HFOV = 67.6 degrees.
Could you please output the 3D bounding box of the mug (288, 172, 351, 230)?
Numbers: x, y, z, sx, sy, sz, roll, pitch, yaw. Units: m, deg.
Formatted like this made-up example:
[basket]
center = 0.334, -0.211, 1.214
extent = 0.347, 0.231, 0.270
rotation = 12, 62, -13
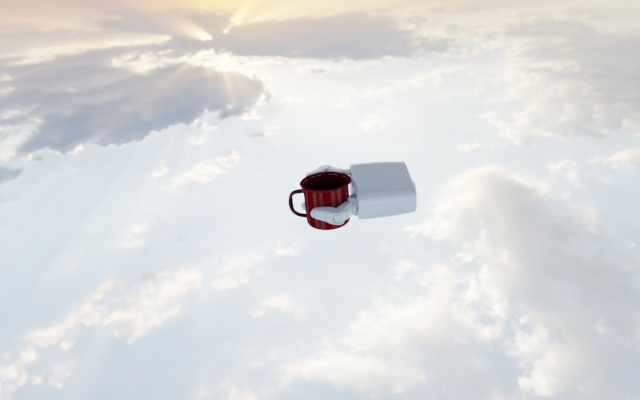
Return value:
[mug]
center = -0.001, 0.003, 0.868
extent = 0.117, 0.081, 0.093
rotation = -6, 25, -1
